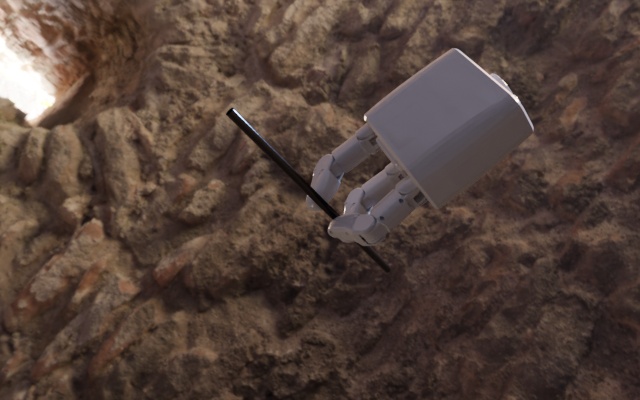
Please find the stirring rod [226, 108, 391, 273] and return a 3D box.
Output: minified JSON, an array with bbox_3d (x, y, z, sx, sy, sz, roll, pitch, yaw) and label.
[{"bbox_3d":[0.000,0.001,0.441,0.011,0.011,0.240,0,-37,48],"label":"stirring rod"}]
